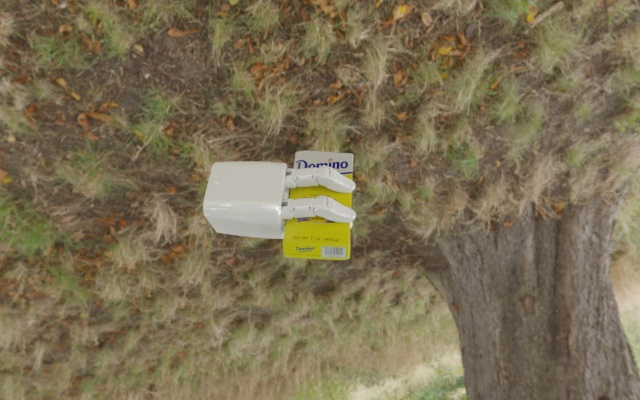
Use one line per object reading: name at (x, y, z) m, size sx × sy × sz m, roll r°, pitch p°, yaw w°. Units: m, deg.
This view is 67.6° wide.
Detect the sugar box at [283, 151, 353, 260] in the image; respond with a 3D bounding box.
sugar box at (0.000, 0.002, 0.706) m, size 0.093 × 0.176 × 0.048 m, roll 3°, pitch -37°, yaw 1°
